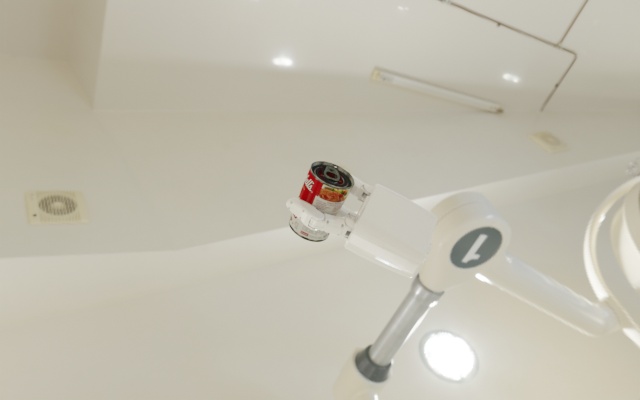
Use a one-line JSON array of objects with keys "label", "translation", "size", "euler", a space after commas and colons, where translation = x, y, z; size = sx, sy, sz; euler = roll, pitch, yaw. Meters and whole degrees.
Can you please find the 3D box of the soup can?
[{"label": "soup can", "translation": [0.000, 0.002, 0.709], "size": [0.068, 0.102, 0.068], "euler": [18, 30, -11]}]
